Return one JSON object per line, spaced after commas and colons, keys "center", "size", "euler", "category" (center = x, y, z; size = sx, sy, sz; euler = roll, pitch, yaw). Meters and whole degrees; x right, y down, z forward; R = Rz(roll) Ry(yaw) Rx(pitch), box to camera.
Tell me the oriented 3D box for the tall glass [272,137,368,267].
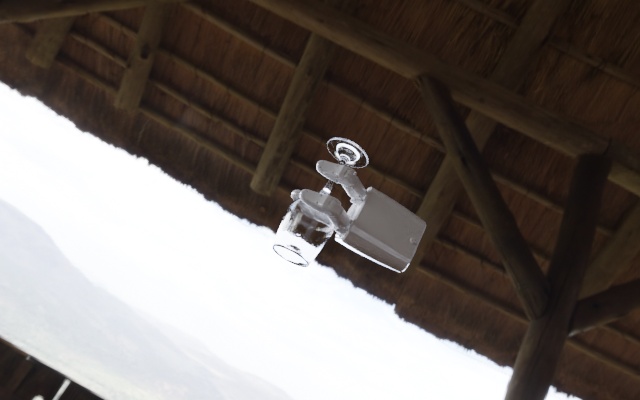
{"center": [0.000, 0.002, 0.740], "size": [0.079, 0.201, 0.079], "euler": [25, -23, 11], "category": "tall glass"}
